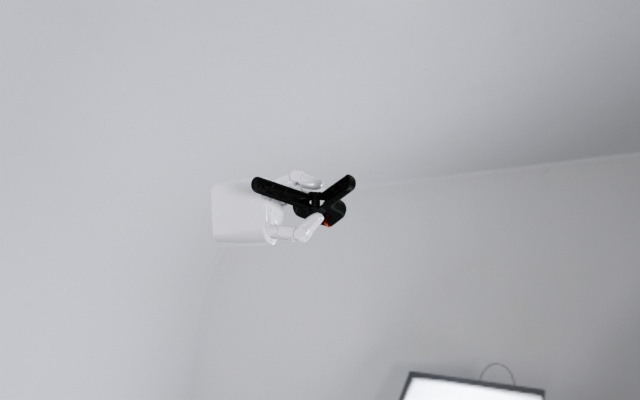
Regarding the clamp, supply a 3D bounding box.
[{"bbox_3d":[0.000,0.004,0.805,0.164,0.036,0.210,-2,-20,20],"label":"clamp"}]
